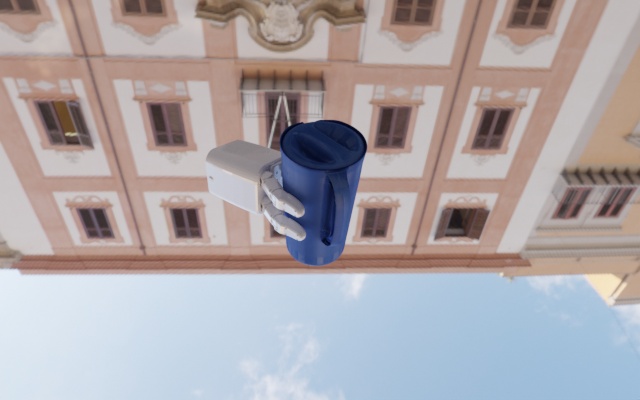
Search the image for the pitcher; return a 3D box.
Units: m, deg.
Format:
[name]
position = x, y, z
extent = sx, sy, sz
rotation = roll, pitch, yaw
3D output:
[pitcher]
position = 0.000, 0.002, 0.791
extent = 0.145, 0.243, 0.149
rotation = 21, 45, 18
